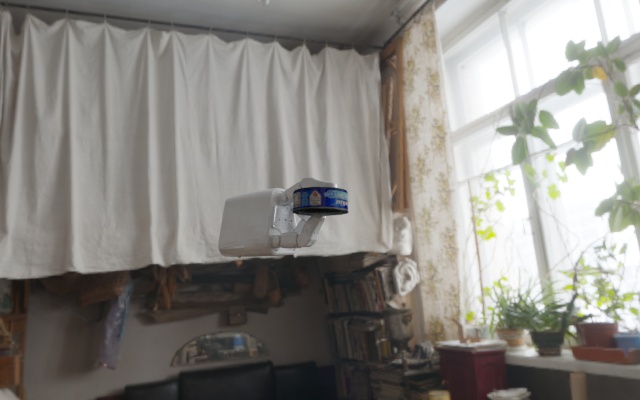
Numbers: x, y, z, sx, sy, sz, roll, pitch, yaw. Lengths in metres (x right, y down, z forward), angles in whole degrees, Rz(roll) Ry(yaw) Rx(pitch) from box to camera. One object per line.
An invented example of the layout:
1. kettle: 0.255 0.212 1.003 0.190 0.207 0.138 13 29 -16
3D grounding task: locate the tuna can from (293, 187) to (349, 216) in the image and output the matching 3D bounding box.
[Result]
1. tuna can: 0.000 0.002 0.729 0.086 0.033 0.086 0 -9 0
